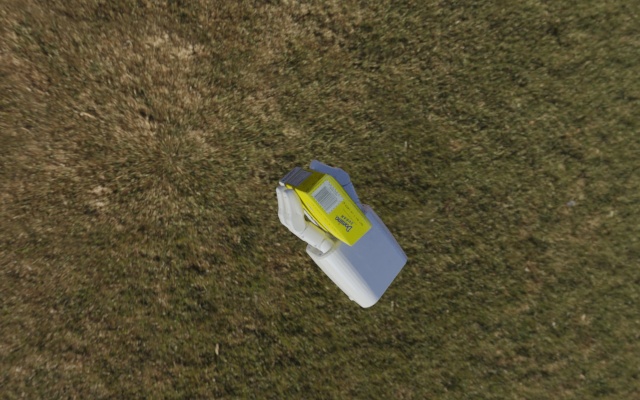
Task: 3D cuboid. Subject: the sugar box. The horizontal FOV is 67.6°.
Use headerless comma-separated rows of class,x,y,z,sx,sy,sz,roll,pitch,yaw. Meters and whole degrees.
sugar box,0.000,0.003,0.674,0.048,0.093,0.176,-42,15,-10
